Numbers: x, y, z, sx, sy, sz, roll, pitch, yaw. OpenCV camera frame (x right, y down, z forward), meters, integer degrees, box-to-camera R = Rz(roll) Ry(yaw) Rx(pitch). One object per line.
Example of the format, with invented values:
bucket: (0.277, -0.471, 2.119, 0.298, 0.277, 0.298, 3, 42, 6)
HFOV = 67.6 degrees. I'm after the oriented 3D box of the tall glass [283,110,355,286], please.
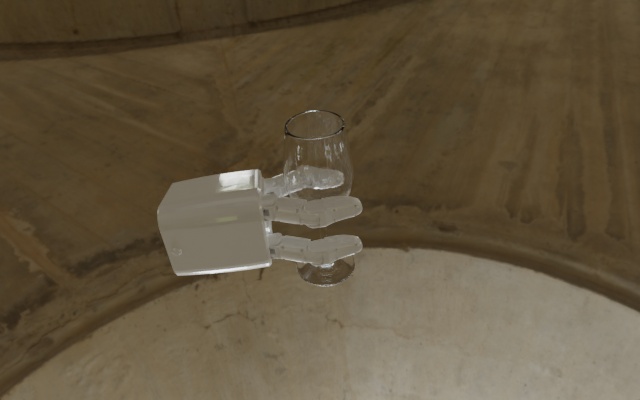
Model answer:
tall glass: (0.000, 0.002, 0.544, 0.079, 0.201, 0.079, -3, 37, 2)
